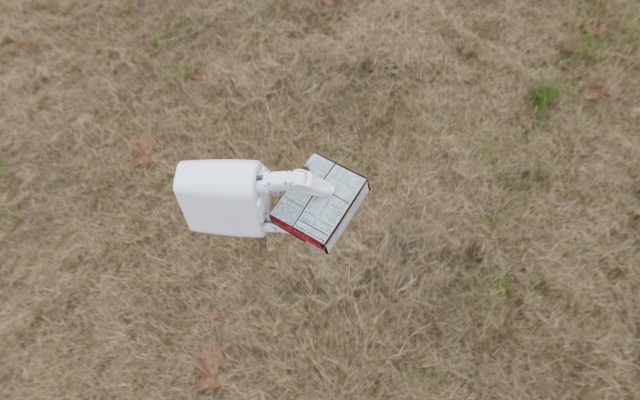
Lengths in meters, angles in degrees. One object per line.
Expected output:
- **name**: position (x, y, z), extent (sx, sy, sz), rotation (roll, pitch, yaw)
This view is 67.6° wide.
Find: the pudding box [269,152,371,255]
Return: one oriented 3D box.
- **pudding box**: position (0.000, 0.002, 0.632), extent (0.090, 0.113, 0.039), rotation (29, -17, 18)
